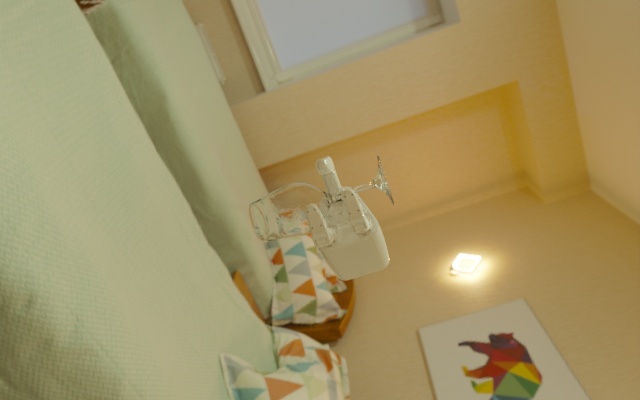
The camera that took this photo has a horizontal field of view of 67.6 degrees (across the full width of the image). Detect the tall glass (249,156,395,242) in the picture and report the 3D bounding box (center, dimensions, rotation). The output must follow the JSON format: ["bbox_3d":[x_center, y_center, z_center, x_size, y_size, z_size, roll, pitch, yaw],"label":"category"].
[{"bbox_3d":[0.001,0.002,0.692,0.201,0.079,0.079,-18,-3,8],"label":"tall glass"}]
